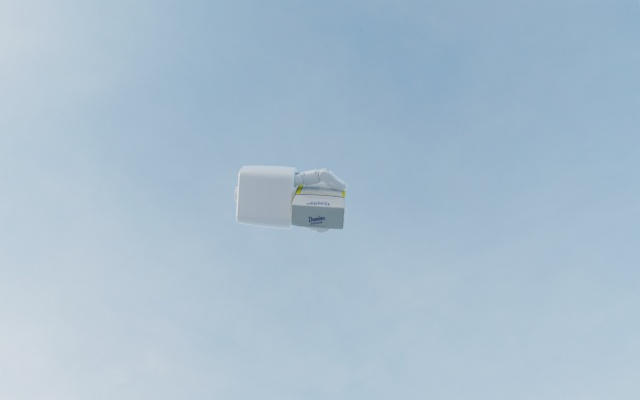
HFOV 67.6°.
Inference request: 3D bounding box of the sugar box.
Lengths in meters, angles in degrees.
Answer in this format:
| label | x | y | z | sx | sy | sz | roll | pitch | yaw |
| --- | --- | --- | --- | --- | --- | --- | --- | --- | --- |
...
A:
| label | x | y | z | sx | sy | sz | roll | pitch | yaw |
| --- | --- | --- | --- | --- | --- | --- | --- | --- | --- |
| sugar box | 0.000 | 0.003 | 0.897 | 0.093 | 0.048 | 0.176 | 4 | 20 | 3 |
